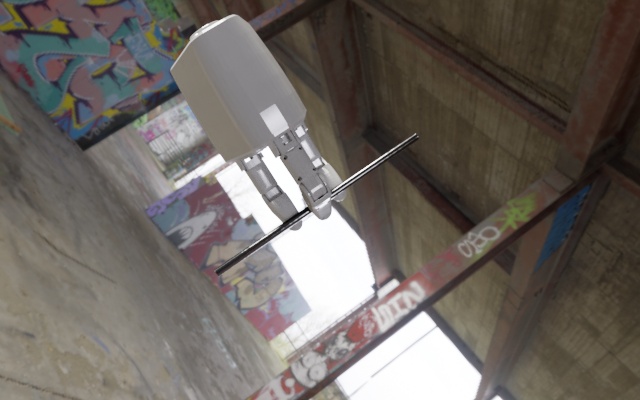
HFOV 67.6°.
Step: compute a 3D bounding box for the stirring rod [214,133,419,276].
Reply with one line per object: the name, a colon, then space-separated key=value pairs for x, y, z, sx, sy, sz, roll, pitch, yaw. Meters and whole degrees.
stirring rod: x=0.000 y=0.002 z=0.469 sx=0.239 sy=0.011 sz=0.011 roll=-34 pitch=6 yaw=-9
